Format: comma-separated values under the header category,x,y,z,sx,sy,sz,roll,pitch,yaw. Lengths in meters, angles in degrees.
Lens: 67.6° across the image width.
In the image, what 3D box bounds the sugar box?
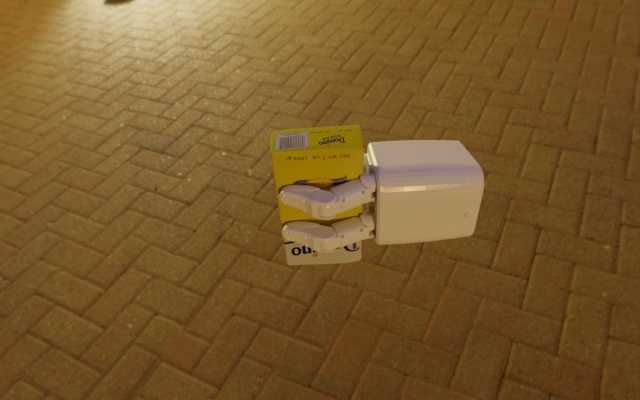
category,x,y,z,sx,sy,sz,roll,pitch,yaw
sugar box,0.000,0.002,0.529,0.093,0.176,0.048,-3,42,2
